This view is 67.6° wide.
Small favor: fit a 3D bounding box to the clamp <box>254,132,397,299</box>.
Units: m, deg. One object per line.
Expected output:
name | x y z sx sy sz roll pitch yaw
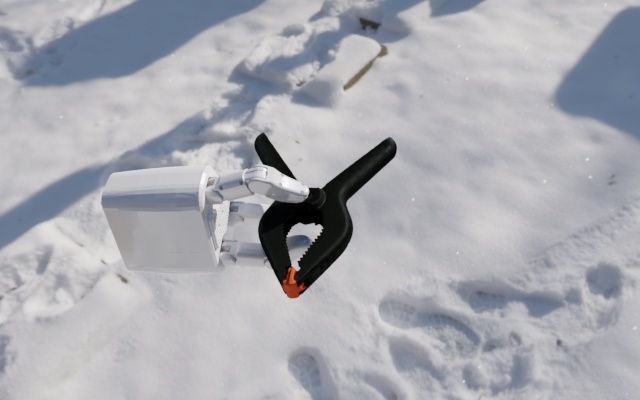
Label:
clamp | 0.000 0.002 0.493 0.164 0.209 0.036 -2 -40 7
